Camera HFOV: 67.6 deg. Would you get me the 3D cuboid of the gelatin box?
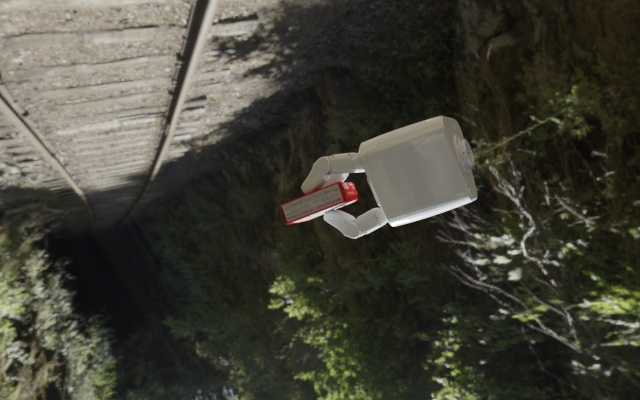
[{"bbox_3d":[0.000,0.003,0.641,0.089,0.030,0.073,-22,-5,16],"label":"gelatin box"}]
